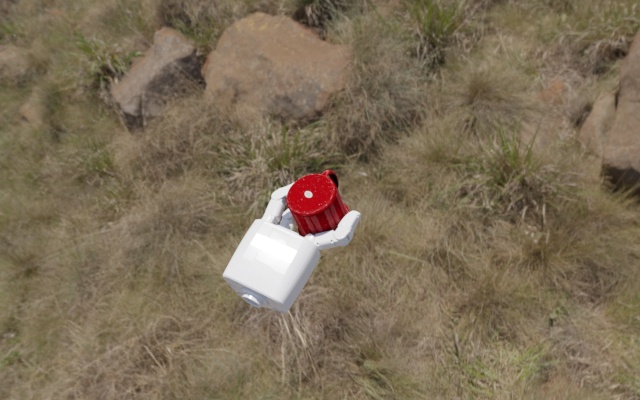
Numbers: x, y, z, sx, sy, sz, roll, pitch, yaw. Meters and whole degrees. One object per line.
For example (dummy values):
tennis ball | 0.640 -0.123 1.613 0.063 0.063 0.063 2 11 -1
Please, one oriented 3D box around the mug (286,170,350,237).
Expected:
mug | 0.001 0.001 0.767 0.093 0.117 0.082 13 -30 28
